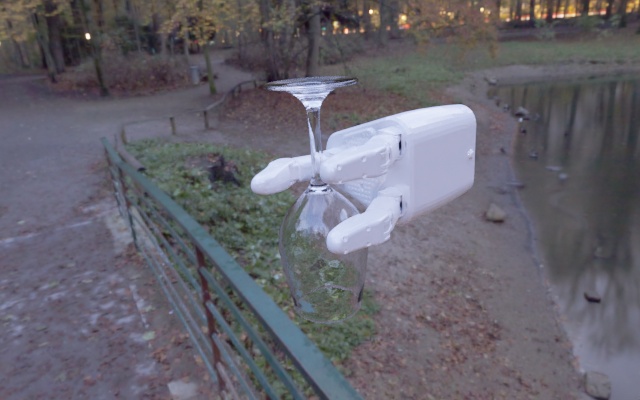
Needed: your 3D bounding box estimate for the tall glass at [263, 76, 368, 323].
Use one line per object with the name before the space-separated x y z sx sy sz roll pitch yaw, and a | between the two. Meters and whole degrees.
tall glass | 0.000 0.001 0.404 0.079 0.201 0.079 -4 19 1
